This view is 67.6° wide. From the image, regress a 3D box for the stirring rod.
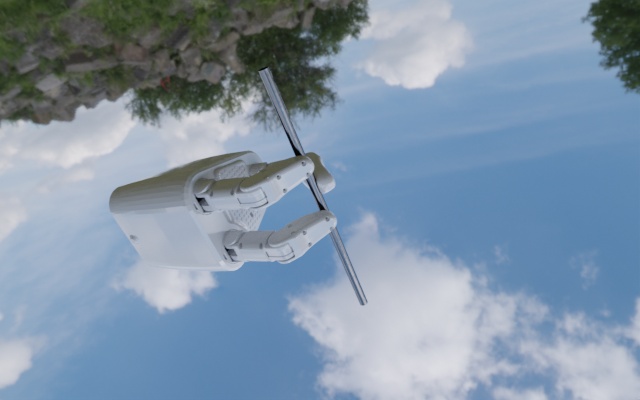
[{"bbox_3d":[0.000,0.001,0.406,0.011,0.240,0.011,-18,29,10],"label":"stirring rod"}]
